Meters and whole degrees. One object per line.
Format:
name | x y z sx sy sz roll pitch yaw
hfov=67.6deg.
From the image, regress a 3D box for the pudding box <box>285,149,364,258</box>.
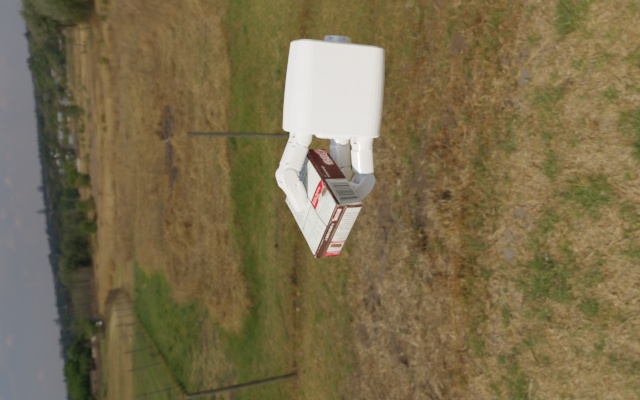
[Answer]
pudding box | 0.000 0.002 0.601 0.039 0.090 0.113 -1 41 -28
